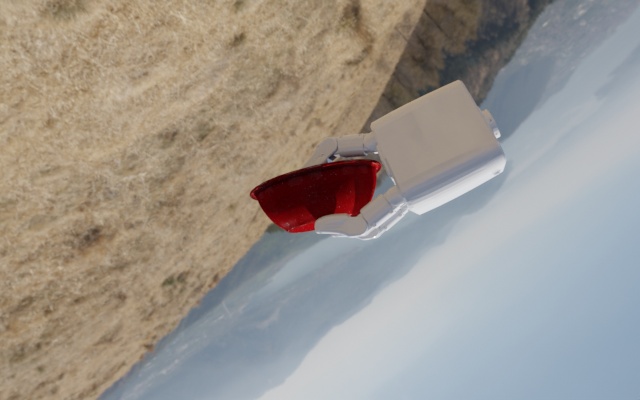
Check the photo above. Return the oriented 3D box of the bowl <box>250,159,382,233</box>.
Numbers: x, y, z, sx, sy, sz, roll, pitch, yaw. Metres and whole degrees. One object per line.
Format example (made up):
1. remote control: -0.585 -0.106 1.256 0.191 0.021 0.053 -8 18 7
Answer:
1. bowl: -0.001 0.003 0.570 0.162 0.055 0.162 -12 -9 -2
